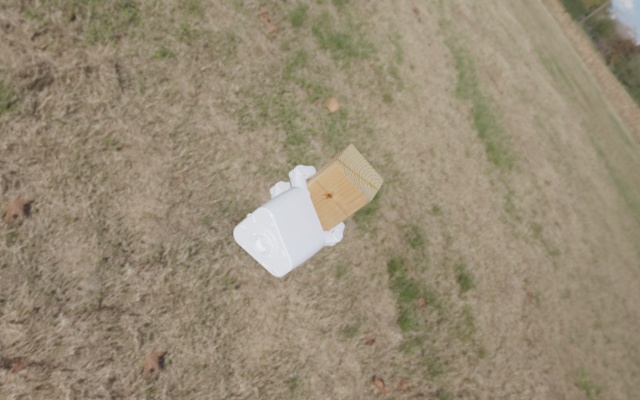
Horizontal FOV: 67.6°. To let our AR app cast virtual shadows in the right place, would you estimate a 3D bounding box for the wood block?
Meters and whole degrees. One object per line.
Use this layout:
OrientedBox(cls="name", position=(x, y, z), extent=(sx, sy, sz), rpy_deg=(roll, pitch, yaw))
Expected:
OrientedBox(cls="wood block", position=(0.000, 0.003, 0.864), extent=(0.206, 0.091, 0.090), rpy_deg=(-37, 8, 34))
